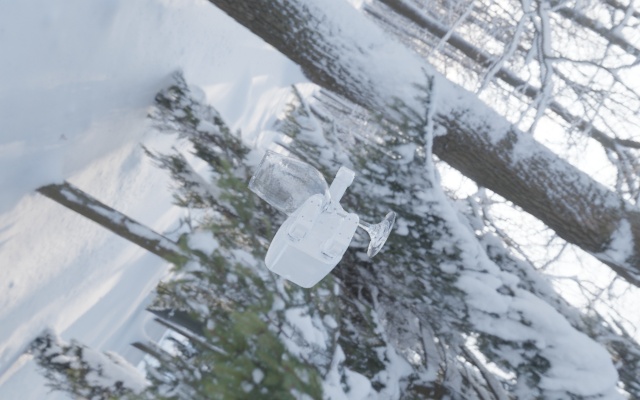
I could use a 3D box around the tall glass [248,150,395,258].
[{"bbox_3d":[0.001,0.002,0.675,0.201,0.079,0.079,28,-3,-5],"label":"tall glass"}]
